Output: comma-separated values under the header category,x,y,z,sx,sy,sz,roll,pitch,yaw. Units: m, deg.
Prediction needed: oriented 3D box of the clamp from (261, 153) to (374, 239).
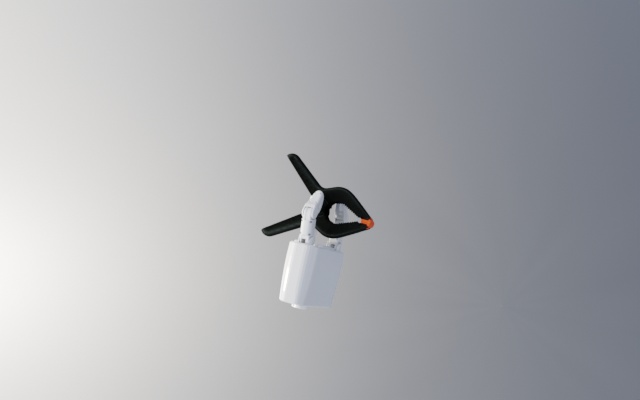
category,x,y,z,sx,sy,sz,roll,pitch,yaw
clamp,0.000,0.003,0.876,0.210,0.164,0.036,10,-5,22
